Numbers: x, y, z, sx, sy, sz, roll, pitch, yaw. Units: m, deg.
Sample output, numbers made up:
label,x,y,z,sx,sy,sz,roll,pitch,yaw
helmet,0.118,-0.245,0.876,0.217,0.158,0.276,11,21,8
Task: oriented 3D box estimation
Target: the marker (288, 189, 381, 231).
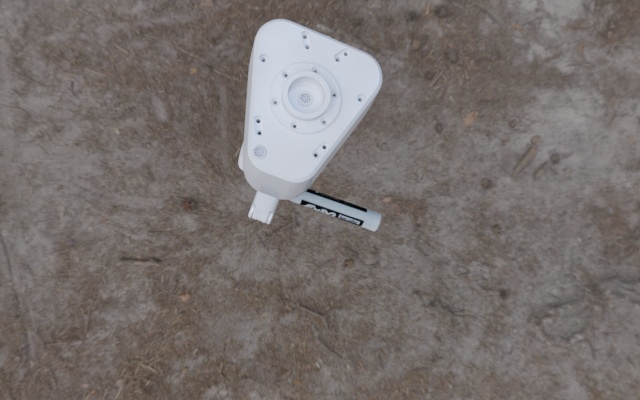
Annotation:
label,x,y,z,sx,sy,sz,roll,pitch,yaw
marker,0.000,0.002,0.464,0.121,0.020,0.020,20,-2,-6
